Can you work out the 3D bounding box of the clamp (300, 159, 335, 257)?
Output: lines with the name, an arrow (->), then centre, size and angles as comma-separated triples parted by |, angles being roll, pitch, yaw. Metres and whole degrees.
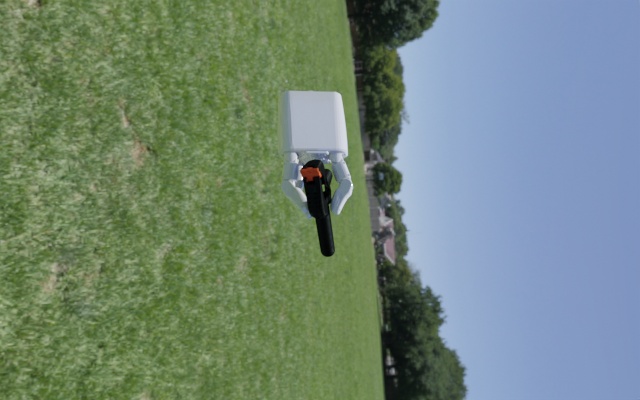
clamp -> 0.001, 0.002, 0.781 | 0.036, 0.164, 0.210 | -5, -13, 7
